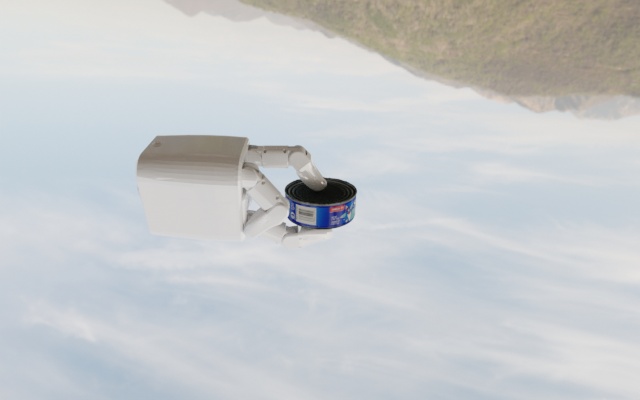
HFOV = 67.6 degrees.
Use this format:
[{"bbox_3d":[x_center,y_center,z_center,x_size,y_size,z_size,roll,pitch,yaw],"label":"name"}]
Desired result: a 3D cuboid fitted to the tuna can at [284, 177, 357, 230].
[{"bbox_3d":[0.000,0.002,0.570,0.086,0.034,0.086,1,23,0],"label":"tuna can"}]
